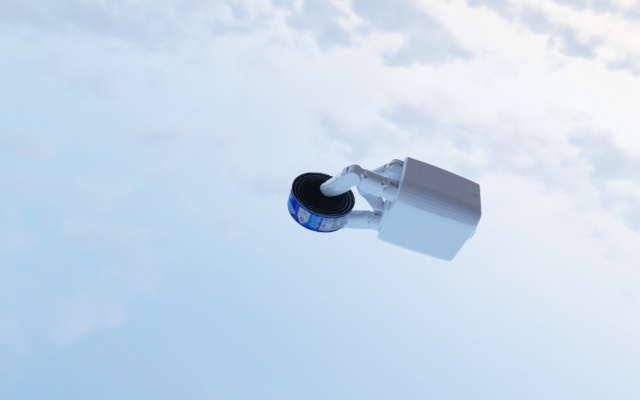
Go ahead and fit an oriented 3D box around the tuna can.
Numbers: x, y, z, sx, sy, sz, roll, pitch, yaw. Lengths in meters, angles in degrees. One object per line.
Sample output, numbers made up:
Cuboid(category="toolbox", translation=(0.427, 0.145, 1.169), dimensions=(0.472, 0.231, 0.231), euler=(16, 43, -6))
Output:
Cuboid(category="tuna can", translation=(0.000, 0.002, 0.627), dimensions=(0.086, 0.034, 0.086), euler=(12, 39, -10))
